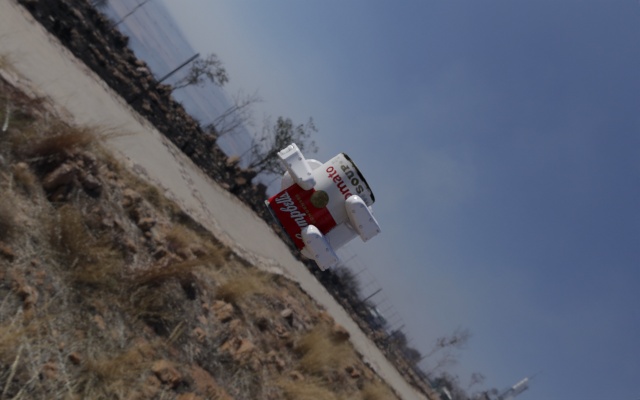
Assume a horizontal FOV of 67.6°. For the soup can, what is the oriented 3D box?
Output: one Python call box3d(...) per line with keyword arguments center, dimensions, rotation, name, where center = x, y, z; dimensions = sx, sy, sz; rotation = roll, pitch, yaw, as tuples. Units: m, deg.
box3d(center=(0.000, 0.001, 0.523), dimensions=(0.102, 0.068, 0.068), rotation=(-33, 1, -2), name="soup can")
